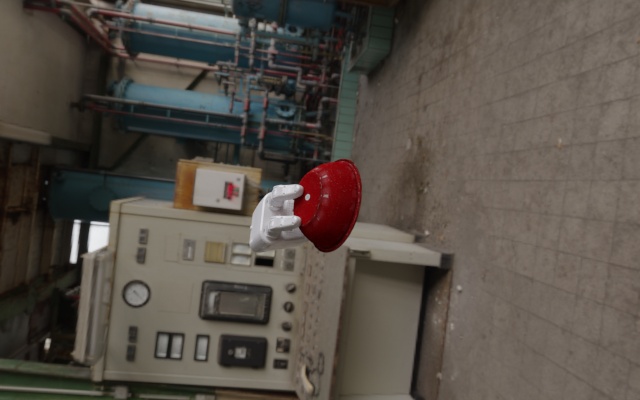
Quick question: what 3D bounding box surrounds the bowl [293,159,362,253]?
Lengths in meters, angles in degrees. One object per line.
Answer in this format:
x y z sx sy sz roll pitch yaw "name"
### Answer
0.000 0.002 0.789 0.055 0.162 0.162 15 -7 -29 "bowl"
